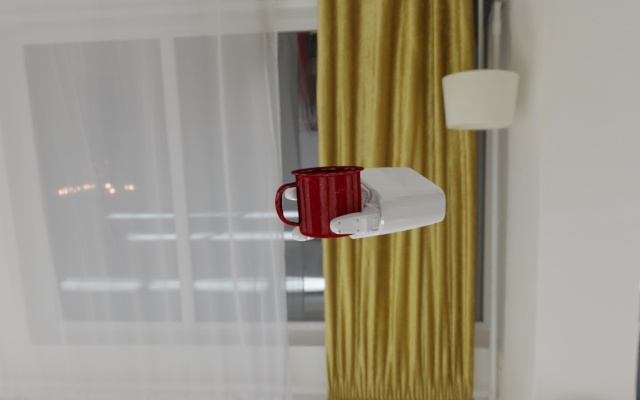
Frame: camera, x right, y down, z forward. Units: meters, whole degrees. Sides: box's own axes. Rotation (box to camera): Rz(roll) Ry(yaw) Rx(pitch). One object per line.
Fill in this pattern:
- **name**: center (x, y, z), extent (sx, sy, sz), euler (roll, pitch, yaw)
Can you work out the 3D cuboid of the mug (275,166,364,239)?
- **mug**: center (-0.001, 0.002, 0.602), extent (0.117, 0.081, 0.093), euler (-7, 10, -22)
